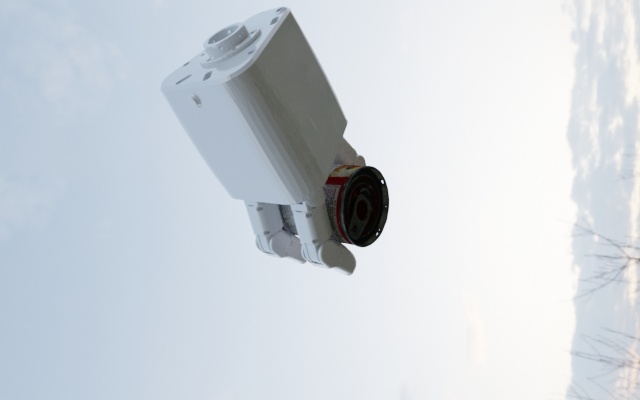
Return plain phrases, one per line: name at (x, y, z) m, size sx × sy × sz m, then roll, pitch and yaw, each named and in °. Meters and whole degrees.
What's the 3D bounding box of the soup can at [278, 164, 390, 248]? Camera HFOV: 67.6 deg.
soup can at (0.000, 0.002, 0.426) m, size 0.102 × 0.068 × 0.068 m, roll 6°, pitch 3°, yaw 40°
